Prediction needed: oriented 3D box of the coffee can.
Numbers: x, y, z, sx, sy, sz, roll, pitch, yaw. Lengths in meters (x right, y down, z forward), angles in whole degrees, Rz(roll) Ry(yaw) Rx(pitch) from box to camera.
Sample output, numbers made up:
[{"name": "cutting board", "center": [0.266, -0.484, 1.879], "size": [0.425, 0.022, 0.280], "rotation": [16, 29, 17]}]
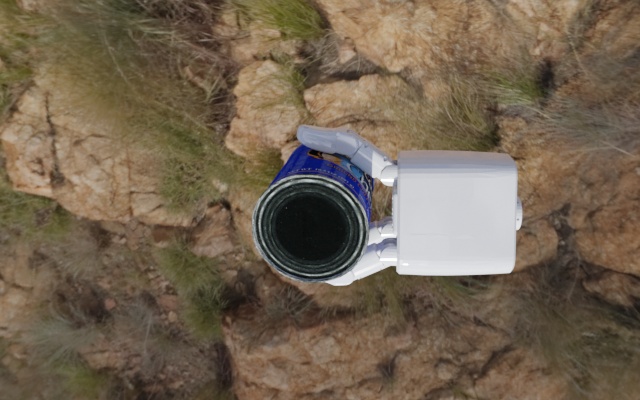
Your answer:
[{"name": "coffee can", "center": [0.000, 0.001, 0.471], "size": [0.103, 0.103, 0.140], "rotation": [0, 21, 8]}]
